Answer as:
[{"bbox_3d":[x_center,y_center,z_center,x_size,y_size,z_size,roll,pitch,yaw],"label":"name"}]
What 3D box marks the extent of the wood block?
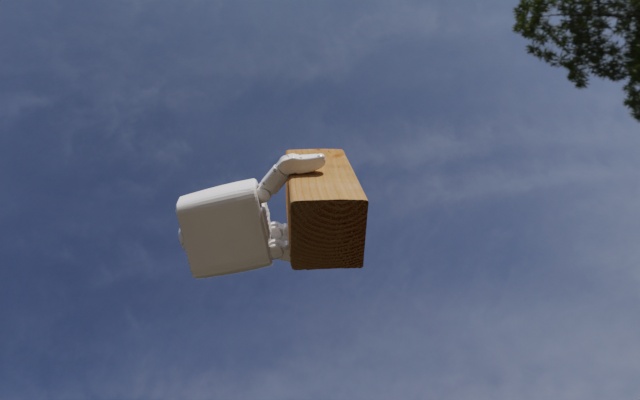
[{"bbox_3d":[0.000,0.002,0.644,0.090,0.091,0.206,-1,23,-6],"label":"wood block"}]
